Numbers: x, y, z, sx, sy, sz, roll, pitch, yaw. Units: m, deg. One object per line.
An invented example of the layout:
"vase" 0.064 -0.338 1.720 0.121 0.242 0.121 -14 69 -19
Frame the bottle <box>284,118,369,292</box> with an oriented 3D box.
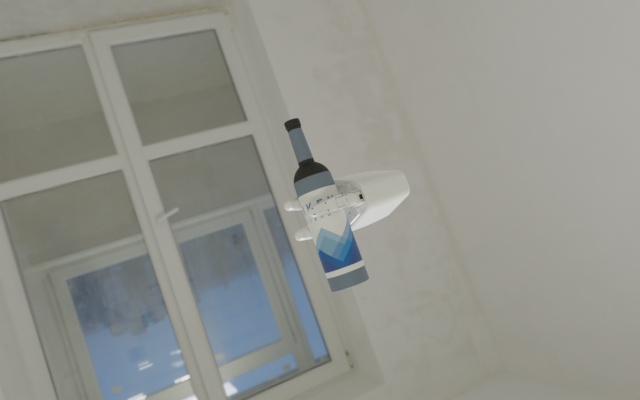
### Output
"bottle" 0.000 0.003 0.803 0.069 0.295 0.069 -20 -4 -2
